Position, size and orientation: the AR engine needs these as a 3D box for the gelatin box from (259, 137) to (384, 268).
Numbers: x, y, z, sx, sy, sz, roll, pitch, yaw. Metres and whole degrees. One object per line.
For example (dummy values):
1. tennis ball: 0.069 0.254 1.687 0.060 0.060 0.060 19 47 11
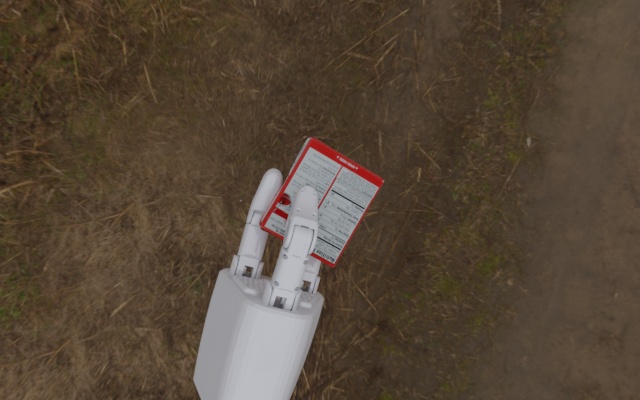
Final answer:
1. gelatin box: 0.000 0.001 0.410 0.073 0.089 0.030 29 4 -10
